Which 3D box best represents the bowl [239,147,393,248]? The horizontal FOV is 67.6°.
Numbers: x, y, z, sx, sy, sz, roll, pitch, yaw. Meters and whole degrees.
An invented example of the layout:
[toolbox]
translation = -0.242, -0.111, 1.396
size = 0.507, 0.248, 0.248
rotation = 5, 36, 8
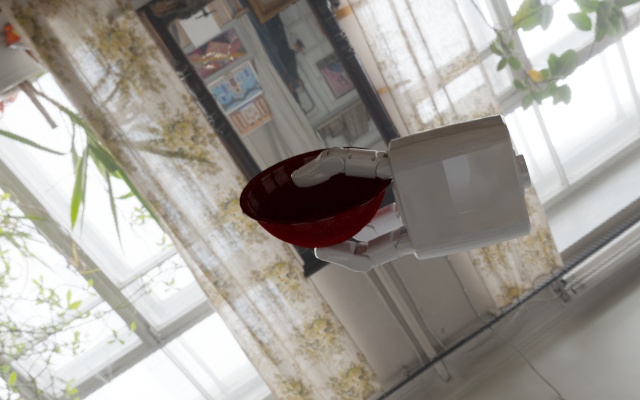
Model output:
[bowl]
translation = -0.001, 0.002, 0.502
size = 0.162, 0.055, 0.162
rotation = -10, 28, 6
